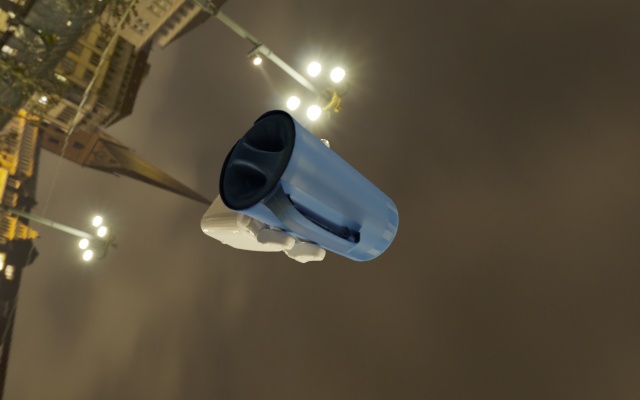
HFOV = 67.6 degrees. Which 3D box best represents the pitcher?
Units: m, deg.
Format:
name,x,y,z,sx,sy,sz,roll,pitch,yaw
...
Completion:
name,x,y,z,sx,sy,sz,roll,pitch,yaw
pitcher,0.000,0.002,0.632,0.145,0.149,0.243,-6,-27,44
